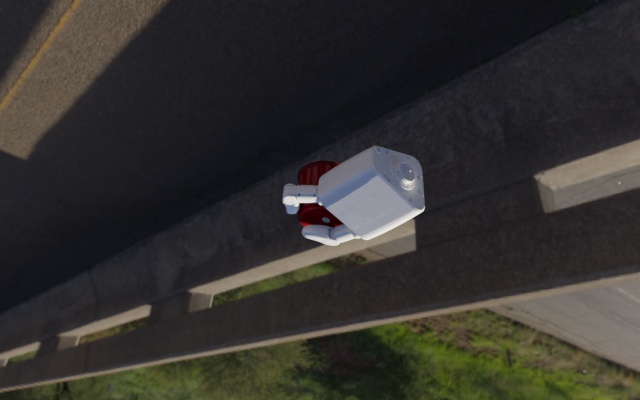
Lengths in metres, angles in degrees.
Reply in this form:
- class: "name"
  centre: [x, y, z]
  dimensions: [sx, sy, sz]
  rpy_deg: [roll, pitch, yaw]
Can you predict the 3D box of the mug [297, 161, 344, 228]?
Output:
- class: "mug"
  centre: [-0.001, 0.003, 0.756]
  dimensions: [0.093, 0.081, 0.117]
  rpy_deg: [24, -38, -28]
